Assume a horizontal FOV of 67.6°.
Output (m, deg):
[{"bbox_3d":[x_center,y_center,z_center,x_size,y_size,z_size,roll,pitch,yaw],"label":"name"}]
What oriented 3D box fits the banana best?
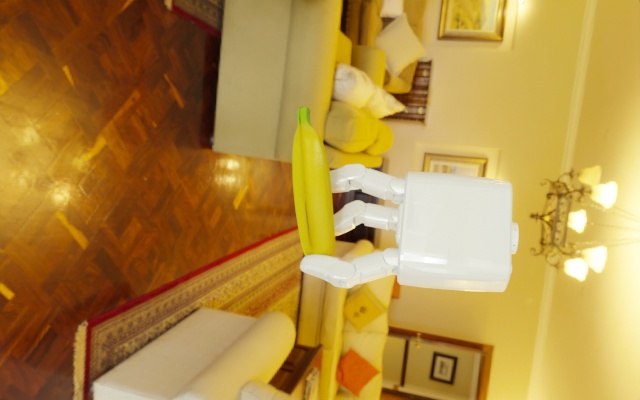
[{"bbox_3d":[-0.003,0.008,0.496,0.037,0.198,0.069,1,29,11],"label":"banana"}]
